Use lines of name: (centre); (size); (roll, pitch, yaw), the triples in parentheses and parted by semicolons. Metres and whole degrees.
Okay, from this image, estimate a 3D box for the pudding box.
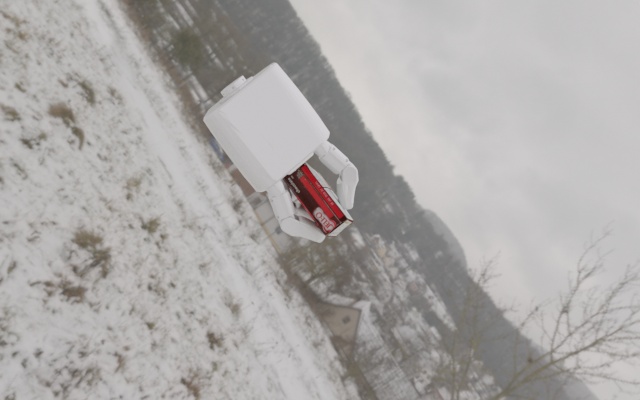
pudding box: (0.000, 0.002, 0.614); (0.039, 0.090, 0.113); (-37, -8, 5)
